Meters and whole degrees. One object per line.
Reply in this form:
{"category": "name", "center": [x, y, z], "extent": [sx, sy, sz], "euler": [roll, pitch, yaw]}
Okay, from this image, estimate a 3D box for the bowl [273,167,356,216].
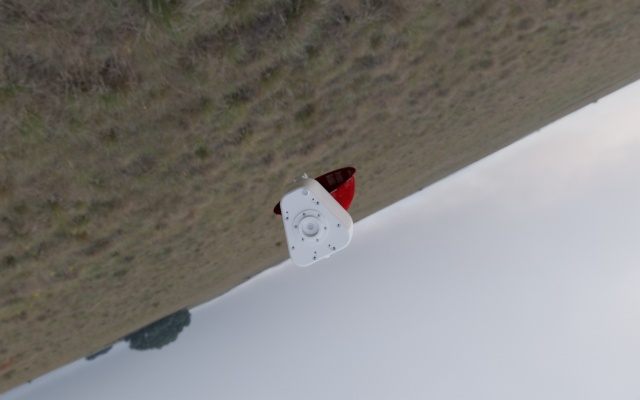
{"category": "bowl", "center": [0.001, 0.003, 0.841], "extent": [0.162, 0.055, 0.162], "euler": [-26, 15, 7]}
